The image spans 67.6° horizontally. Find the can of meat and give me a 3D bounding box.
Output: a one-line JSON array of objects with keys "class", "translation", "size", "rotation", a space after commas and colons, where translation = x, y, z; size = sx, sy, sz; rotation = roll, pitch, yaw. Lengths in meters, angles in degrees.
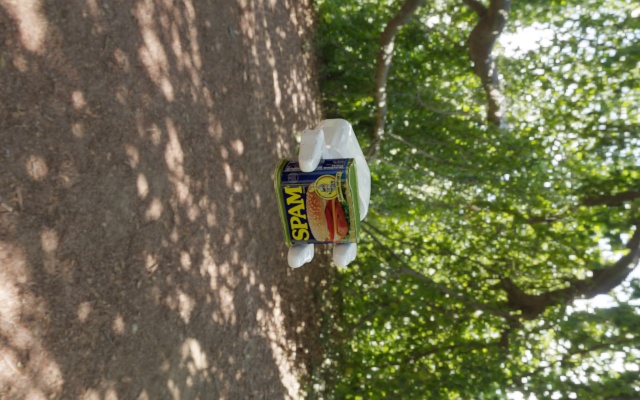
[{"class": "can of meat", "translation": [0.000, 0.002, 0.543], "size": [0.084, 0.102, 0.057], "rotation": [-2, 28, 12]}]
